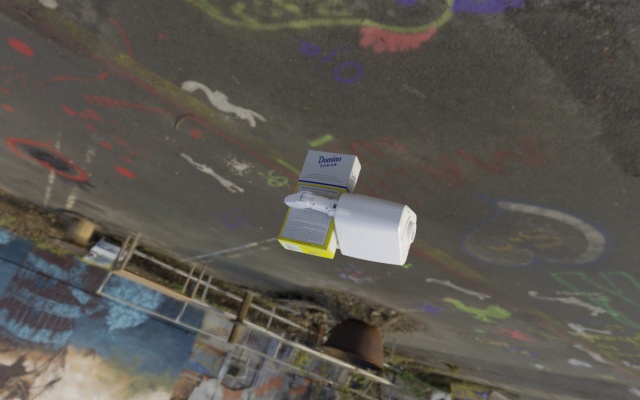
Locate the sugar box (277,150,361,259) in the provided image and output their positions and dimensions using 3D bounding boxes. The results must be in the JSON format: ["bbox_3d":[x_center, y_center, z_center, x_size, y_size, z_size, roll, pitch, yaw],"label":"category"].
[{"bbox_3d":[0.000,0.003,0.811,0.093,0.176,0.048,10,-24,23],"label":"sugar box"}]
